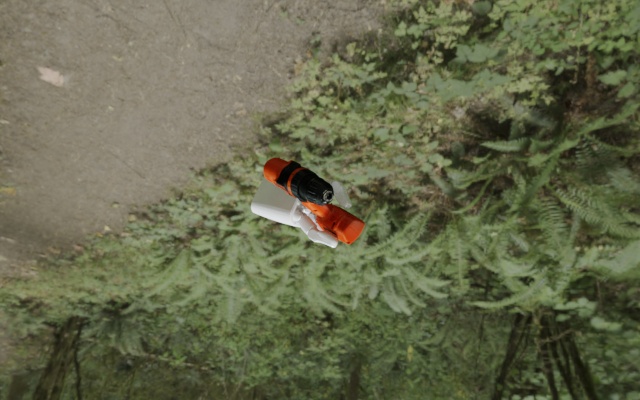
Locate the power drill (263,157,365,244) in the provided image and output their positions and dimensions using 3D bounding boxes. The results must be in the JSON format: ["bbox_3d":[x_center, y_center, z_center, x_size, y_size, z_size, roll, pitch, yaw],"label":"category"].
[{"bbox_3d":[0.000,0.003,0.847,0.184,0.057,0.188,31,-12,50],"label":"power drill"}]
